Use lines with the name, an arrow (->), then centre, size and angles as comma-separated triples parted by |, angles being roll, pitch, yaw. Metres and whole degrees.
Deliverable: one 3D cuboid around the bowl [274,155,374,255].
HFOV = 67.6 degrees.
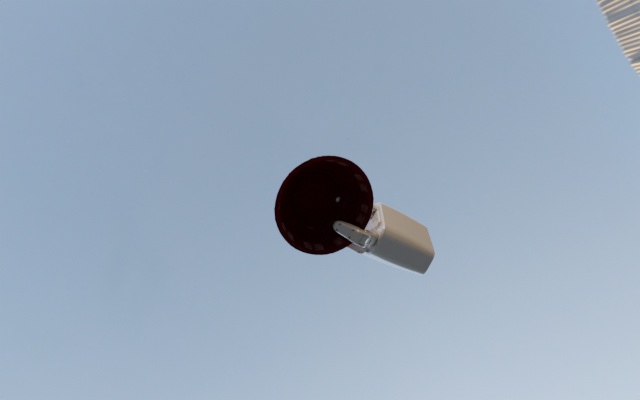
bowl -> -0.001, 0.002, 0.759 | 0.162, 0.162, 0.055 | 0, 17, -19
